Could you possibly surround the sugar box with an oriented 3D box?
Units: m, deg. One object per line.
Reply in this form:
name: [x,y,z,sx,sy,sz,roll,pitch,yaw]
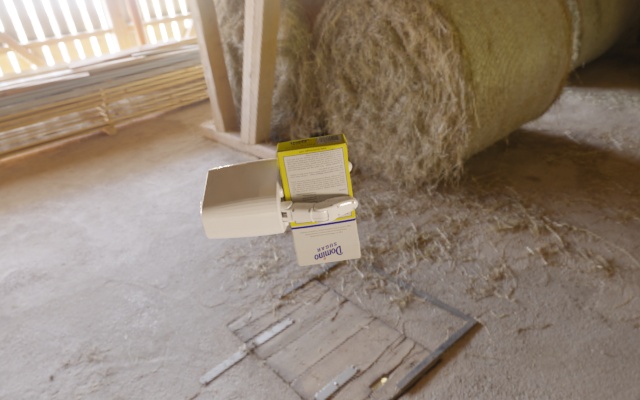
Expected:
sugar box: [0.000,0.002,0.663,0.093,0.176,0.048,-8,27,1]
